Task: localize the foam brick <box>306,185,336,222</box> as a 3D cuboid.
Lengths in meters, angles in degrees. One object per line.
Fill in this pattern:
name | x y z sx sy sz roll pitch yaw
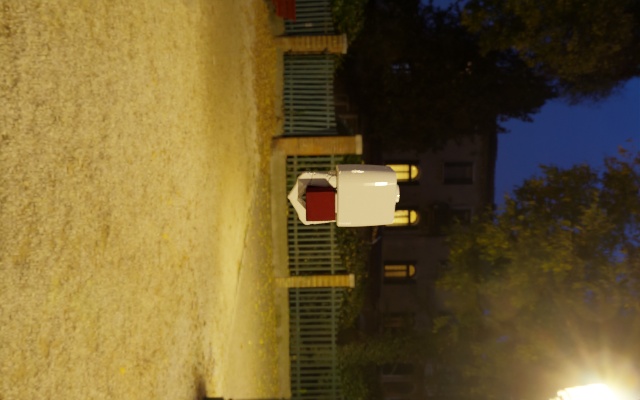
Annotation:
foam brick | 0.000 0.003 0.844 0.051 0.053 0.078 0 12 0
